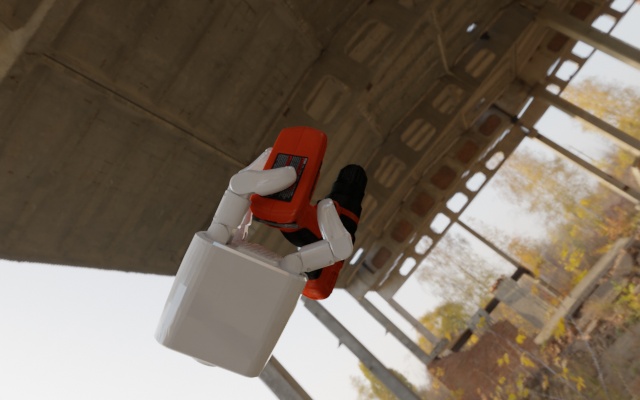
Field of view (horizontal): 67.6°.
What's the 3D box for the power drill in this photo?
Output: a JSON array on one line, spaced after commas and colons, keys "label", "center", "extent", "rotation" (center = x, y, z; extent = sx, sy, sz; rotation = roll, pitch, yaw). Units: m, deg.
[{"label": "power drill", "center": [0.000, 0.002, 0.538], "extent": [0.057, 0.184, 0.188], "rotation": [8, -26, 24]}]
